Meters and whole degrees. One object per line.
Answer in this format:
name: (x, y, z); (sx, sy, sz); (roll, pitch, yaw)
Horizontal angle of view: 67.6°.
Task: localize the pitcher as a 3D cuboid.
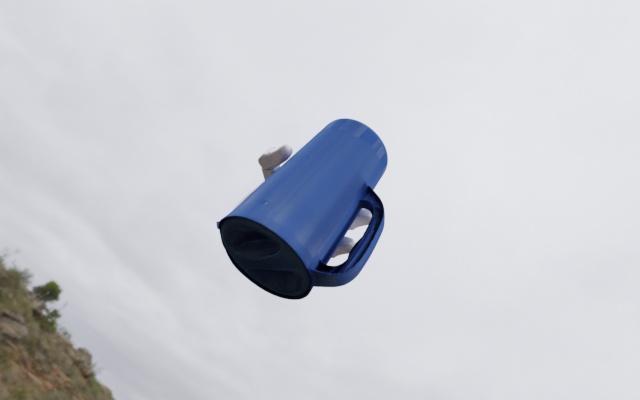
pitcher: (0.000, 0.002, 0.615); (0.145, 0.149, 0.242); (-30, 16, 52)
